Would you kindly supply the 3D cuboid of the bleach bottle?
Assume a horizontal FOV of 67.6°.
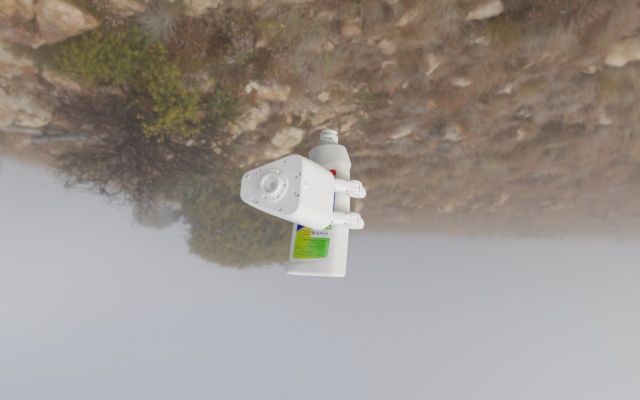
[{"bbox_3d":[0.000,0.003,0.824,0.102,0.250,0.068,-1,-12,25],"label":"bleach bottle"}]
